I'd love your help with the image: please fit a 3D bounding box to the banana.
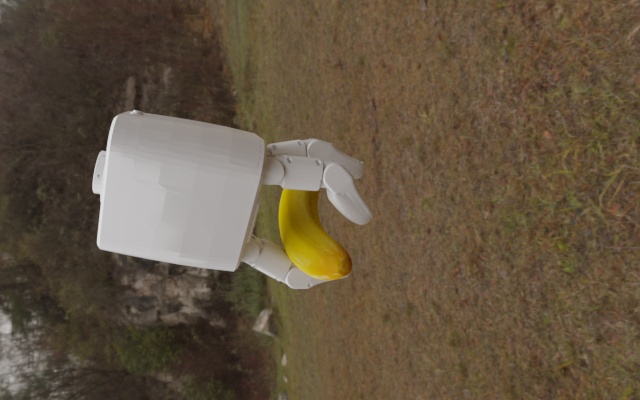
[{"bbox_3d":[-0.010,0.013,0.424,0.037,0.070,0.197,26,28,-20],"label":"banana"}]
